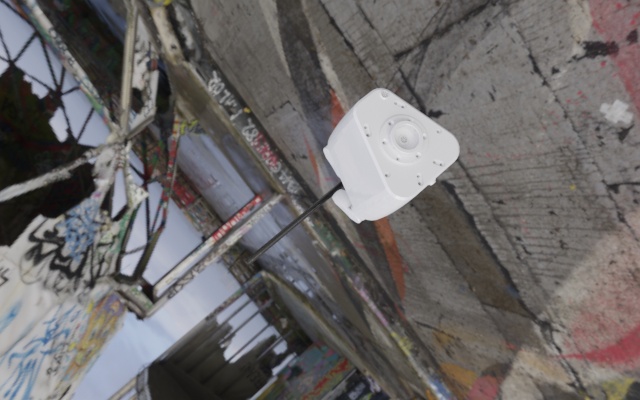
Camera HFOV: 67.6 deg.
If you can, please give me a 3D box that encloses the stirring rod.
[{"bbox_3d":[0.000,0.002,0.612,0.239,0.011,0.011,-40,12,-15],"label":"stirring rod"}]
